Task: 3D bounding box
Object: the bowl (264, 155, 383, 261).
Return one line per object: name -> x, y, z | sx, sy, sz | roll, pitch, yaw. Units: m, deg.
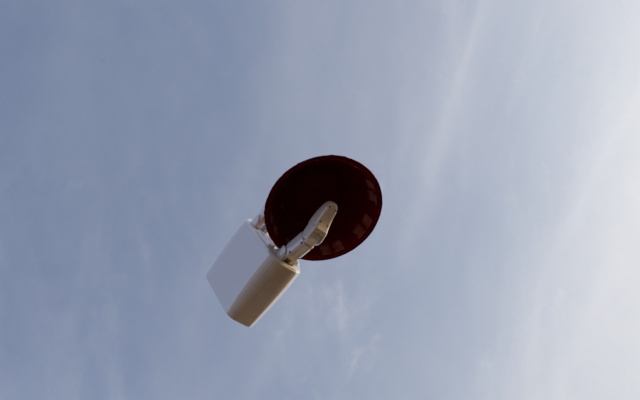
bowl -> 0.001, 0.001, 0.655 | 0.162, 0.162, 0.055 | 0, 29, -15
